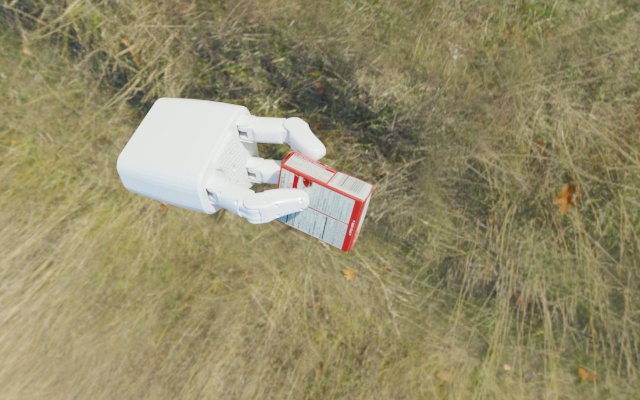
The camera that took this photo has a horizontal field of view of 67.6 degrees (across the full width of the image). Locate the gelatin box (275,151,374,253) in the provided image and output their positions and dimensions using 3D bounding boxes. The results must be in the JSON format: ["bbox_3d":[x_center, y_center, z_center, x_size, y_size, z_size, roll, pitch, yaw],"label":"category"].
[{"bbox_3d":[0.000,0.002,0.466,0.089,0.073,0.030,24,44,13],"label":"gelatin box"}]
